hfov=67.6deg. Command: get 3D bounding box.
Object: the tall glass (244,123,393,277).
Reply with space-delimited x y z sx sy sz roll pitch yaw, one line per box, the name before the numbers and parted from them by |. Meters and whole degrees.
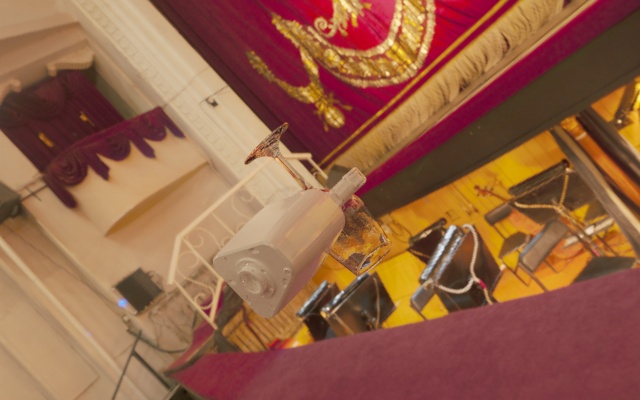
tall glass | 0.000 0.001 0.596 0.079 0.201 0.079 -43 2 2
